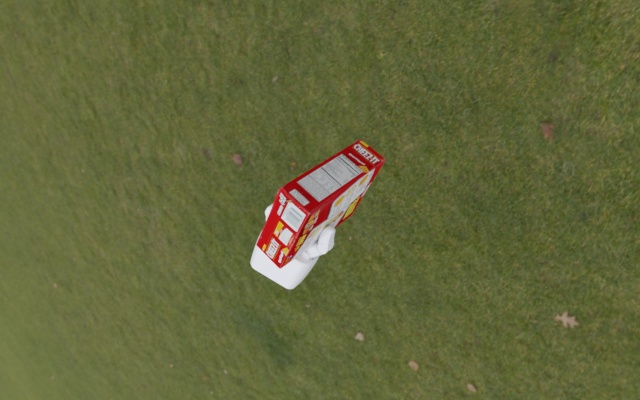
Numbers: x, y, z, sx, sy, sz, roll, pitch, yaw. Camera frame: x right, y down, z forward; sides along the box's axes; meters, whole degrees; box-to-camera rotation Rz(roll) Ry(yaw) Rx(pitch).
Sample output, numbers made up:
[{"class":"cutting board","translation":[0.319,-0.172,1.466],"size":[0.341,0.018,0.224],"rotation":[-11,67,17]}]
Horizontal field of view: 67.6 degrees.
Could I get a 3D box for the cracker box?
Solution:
[{"class":"cracker box","translation":[0.000,0.003,0.831],"size":[0.213,0.072,0.164],"rotation":[-35,-18,-41]}]
